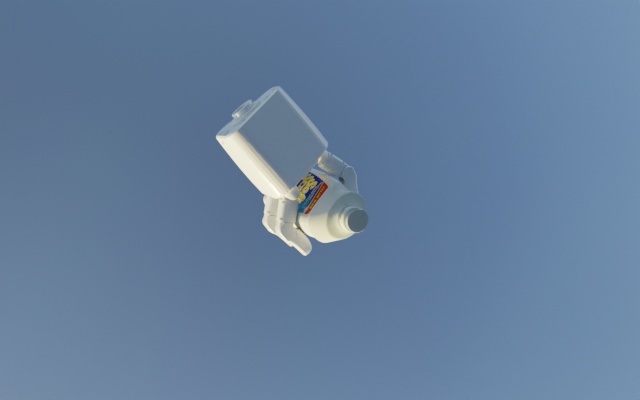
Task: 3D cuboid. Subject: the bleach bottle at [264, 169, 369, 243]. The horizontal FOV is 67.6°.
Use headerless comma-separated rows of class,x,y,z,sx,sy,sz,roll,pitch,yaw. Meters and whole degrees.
bleach bottle,0.000,0.002,0.675,0.102,0.068,0.251,-45,22,-12
